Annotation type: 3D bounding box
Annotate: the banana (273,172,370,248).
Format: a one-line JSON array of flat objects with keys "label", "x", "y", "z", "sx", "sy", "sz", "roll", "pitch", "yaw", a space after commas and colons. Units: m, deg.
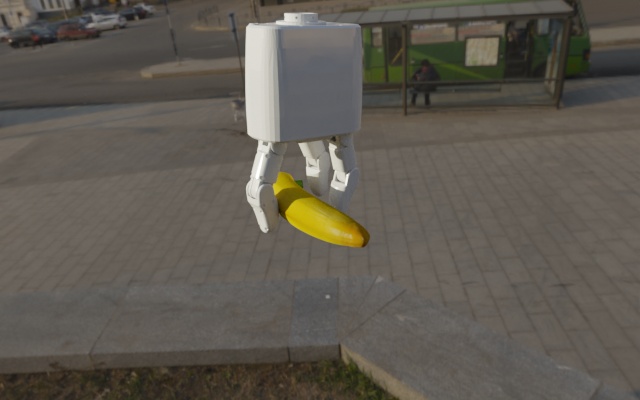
[{"label": "banana", "x": -0.018, "y": 0.001, "z": 0.517, "sx": 0.069, "sy": 0.037, "sz": 0.197, "roll": -2, "pitch": 21, "yaw": -23}]
